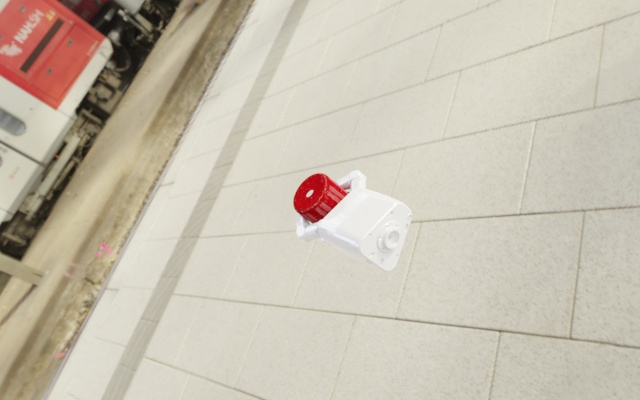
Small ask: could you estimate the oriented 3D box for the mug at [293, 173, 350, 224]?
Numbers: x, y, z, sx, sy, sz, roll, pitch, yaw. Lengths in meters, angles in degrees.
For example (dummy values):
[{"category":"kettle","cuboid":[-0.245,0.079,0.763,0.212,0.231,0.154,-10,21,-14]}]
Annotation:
[{"category":"mug","cuboid":[-0.001,0.002,0.845,0.081,0.093,0.117,37,-11,-35]}]
